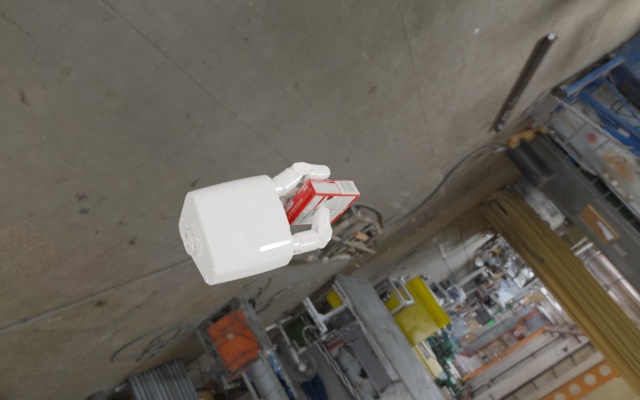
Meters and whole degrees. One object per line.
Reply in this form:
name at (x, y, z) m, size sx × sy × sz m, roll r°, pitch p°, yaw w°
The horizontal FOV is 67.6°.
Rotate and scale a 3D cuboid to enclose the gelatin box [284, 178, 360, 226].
gelatin box at (0.001, 0.003, 0.680) m, size 0.089 × 0.030 × 0.073 m, roll 0°, pitch -37°, yaw -42°
